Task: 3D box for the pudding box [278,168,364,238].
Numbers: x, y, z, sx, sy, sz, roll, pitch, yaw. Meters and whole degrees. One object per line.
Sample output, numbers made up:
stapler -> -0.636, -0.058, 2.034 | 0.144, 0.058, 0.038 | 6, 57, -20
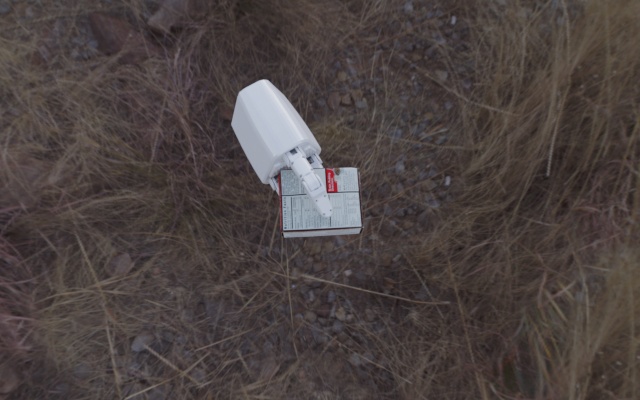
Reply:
pudding box -> 0.000, 0.002, 0.655 | 0.113, 0.090, 0.039 | -3, -15, -1
